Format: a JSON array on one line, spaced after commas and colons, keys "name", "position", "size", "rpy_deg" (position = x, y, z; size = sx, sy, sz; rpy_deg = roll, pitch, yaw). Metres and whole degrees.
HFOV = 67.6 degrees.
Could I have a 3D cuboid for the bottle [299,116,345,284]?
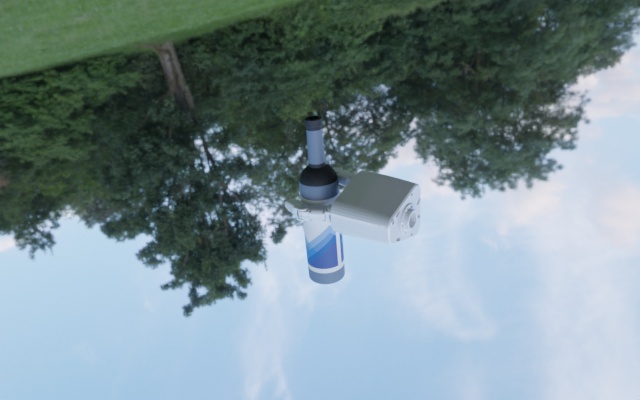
[{"name": "bottle", "position": [0.000, 0.003, 0.813], "size": [0.069, 0.296, 0.069], "rpy_deg": [-4, 26, 2]}]
